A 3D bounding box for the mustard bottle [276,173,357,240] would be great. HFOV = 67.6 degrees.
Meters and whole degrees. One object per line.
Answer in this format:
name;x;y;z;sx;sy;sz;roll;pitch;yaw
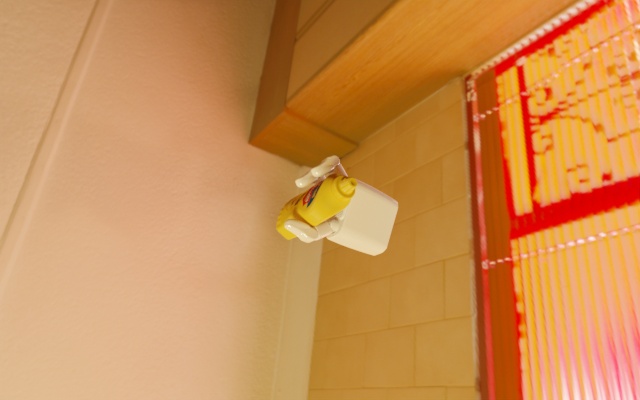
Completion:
mustard bottle;0.000;0.003;0.822;0.192;0.058;0.096;-30;19;51
